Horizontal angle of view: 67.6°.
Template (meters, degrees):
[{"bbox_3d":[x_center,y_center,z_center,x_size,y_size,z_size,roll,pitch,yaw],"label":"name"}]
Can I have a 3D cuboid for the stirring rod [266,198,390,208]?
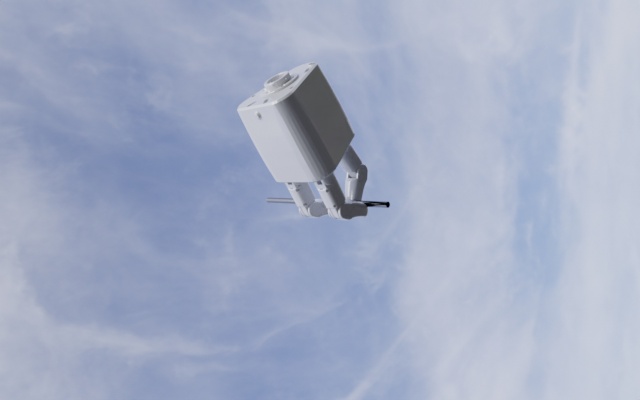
[{"bbox_3d":[0.000,0.002,0.677,0.011,0.011,0.239,0,1,-44],"label":"stirring rod"}]
